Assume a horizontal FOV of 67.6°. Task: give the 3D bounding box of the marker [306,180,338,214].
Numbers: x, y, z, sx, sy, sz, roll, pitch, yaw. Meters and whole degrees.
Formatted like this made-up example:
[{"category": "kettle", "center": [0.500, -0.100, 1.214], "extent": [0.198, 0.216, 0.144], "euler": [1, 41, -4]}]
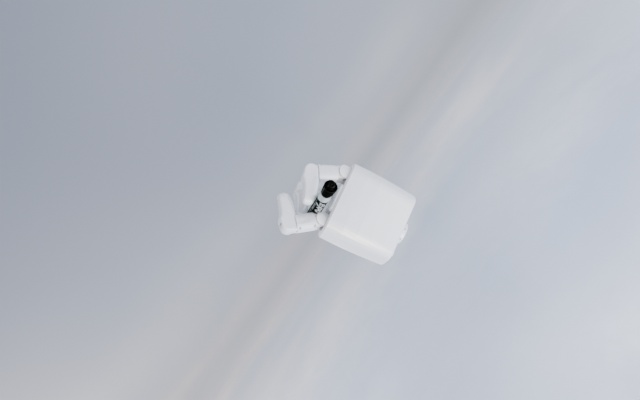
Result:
[{"category": "marker", "center": [0.000, 0.002, 0.661], "extent": [0.020, 0.020, 0.121], "euler": [0, -22, -15]}]
